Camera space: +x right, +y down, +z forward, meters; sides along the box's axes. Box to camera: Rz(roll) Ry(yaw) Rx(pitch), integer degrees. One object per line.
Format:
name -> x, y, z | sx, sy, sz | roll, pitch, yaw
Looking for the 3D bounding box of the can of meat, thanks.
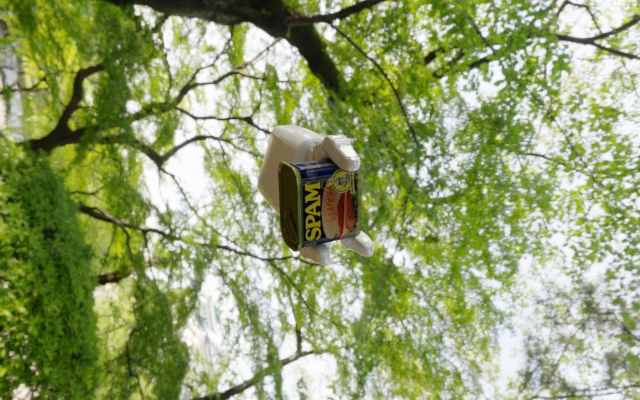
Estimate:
can of meat -> 0.000, 0.002, 0.561 | 0.084, 0.102, 0.057 | -9, 20, -25
